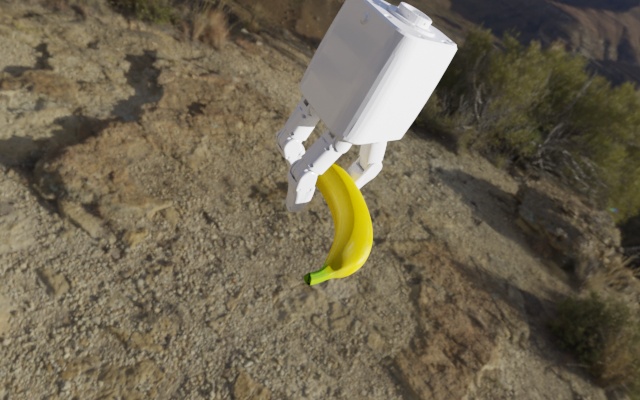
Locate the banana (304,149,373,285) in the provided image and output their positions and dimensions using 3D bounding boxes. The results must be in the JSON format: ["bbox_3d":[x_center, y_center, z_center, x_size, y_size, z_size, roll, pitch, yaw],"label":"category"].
[{"bbox_3d":[0.017,0.009,0.492,0.069,0.037,0.197,18,36,-18],"label":"banana"}]
